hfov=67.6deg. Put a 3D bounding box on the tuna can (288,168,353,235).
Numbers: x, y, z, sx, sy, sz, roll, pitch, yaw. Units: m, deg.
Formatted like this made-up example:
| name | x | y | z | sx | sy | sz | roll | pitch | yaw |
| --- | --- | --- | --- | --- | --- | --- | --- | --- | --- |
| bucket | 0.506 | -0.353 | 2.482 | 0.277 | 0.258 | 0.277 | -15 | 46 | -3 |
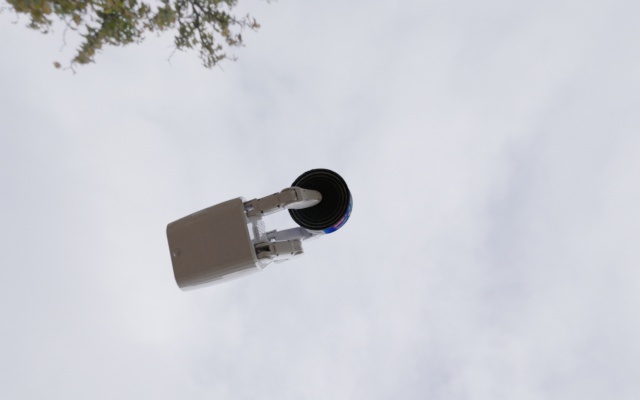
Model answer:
| name | x | y | z | sx | sy | sz | roll | pitch | yaw |
| --- | --- | --- | --- | --- | --- | --- | --- | --- | --- |
| tuna can | 0.000 | 0.002 | 0.640 | 0.086 | 0.086 | 0.034 | 0 | -16 | 14 |
